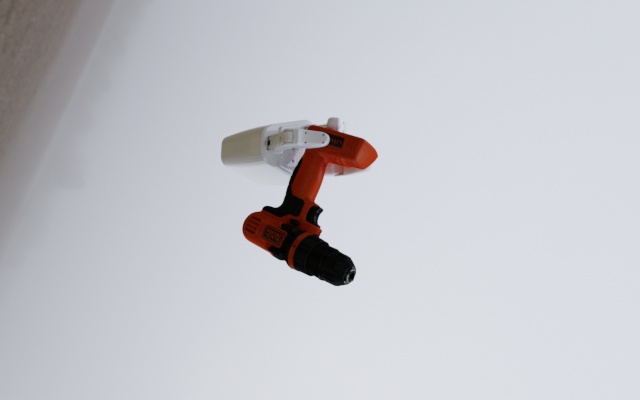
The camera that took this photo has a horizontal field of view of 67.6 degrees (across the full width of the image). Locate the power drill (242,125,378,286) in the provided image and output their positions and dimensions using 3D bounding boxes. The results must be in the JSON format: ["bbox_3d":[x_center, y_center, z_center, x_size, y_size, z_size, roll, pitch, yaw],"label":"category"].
[{"bbox_3d":[0.000,0.002,0.625,0.184,0.187,0.057,23,-10,35],"label":"power drill"}]
